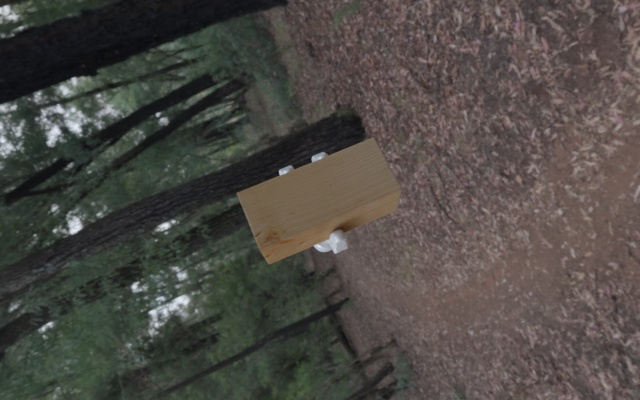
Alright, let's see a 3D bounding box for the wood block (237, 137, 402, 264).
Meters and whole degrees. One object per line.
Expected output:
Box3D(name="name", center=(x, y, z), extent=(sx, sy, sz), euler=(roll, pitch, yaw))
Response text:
Box3D(name="wood block", center=(0.000, 0.003, 0.682), extent=(0.206, 0.090, 0.090), euler=(-23, -21, -6))
